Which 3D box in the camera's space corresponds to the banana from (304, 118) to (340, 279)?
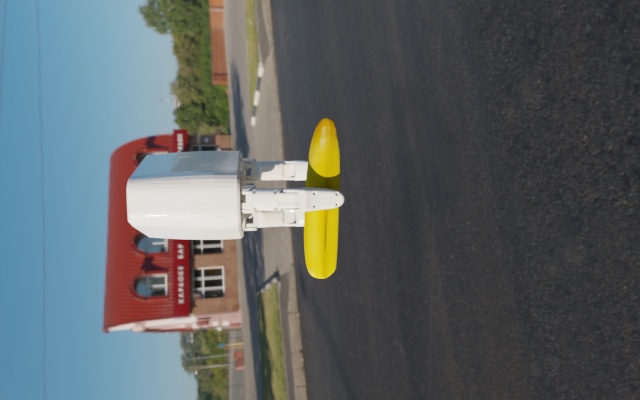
[{"bbox_3d":[0.001,0.014,0.515,0.037,0.198,0.069,0,29,-2],"label":"banana"}]
